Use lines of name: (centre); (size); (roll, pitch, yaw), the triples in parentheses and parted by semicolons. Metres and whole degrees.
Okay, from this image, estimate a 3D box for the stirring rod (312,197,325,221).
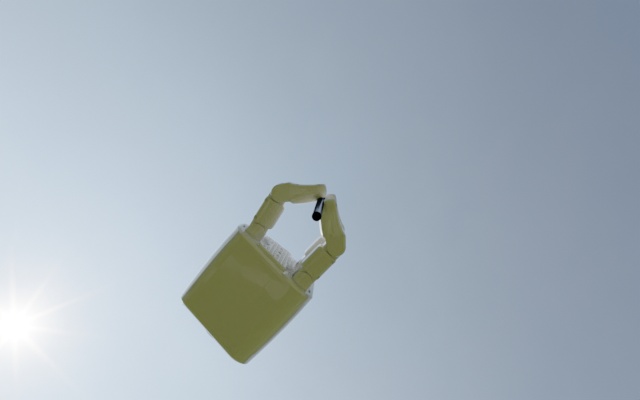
stirring rod: (0.000, 0.002, 0.503); (0.011, 0.011, 0.239); (0, 5, 2)
